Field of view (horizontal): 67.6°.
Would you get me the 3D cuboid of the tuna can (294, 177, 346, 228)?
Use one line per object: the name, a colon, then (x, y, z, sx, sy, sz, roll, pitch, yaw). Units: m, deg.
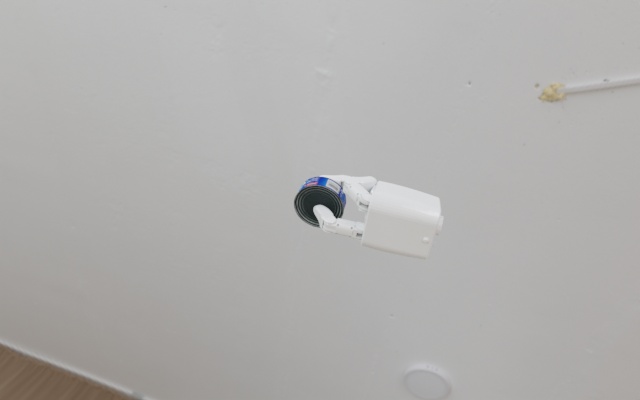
tuna can: (0.000, 0.002, 0.811, 0.086, 0.086, 0.033, 0, 33, 15)
